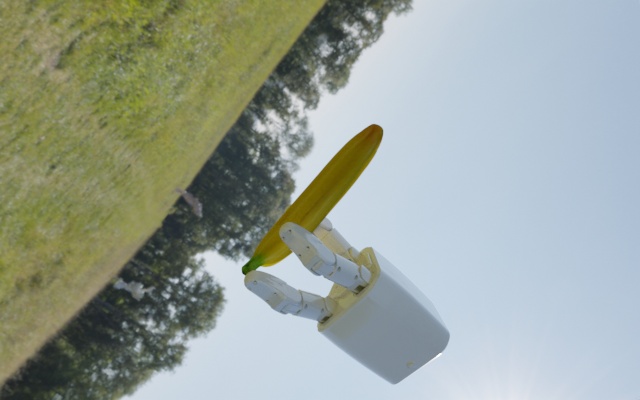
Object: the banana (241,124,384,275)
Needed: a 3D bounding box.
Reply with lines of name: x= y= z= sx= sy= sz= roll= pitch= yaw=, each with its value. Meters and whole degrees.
banana: x=-0.004 y=0.003 z=0.495 sx=0.037 sy=0.198 sz=0.069 roll=41 pitch=1 yaw=-7
